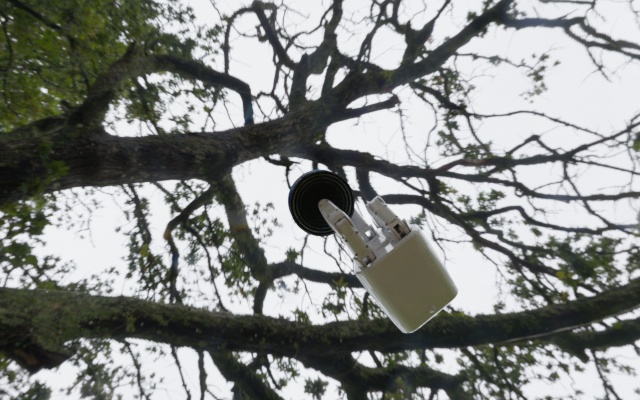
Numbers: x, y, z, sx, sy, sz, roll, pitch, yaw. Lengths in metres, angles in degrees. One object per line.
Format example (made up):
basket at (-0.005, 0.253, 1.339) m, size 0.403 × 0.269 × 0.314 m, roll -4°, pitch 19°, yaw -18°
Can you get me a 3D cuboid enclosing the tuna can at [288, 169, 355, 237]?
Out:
tuna can at (0.000, 0.002, 0.627) m, size 0.086 × 0.086 × 0.033 m, roll 0°, pitch 9°, yaw -10°
